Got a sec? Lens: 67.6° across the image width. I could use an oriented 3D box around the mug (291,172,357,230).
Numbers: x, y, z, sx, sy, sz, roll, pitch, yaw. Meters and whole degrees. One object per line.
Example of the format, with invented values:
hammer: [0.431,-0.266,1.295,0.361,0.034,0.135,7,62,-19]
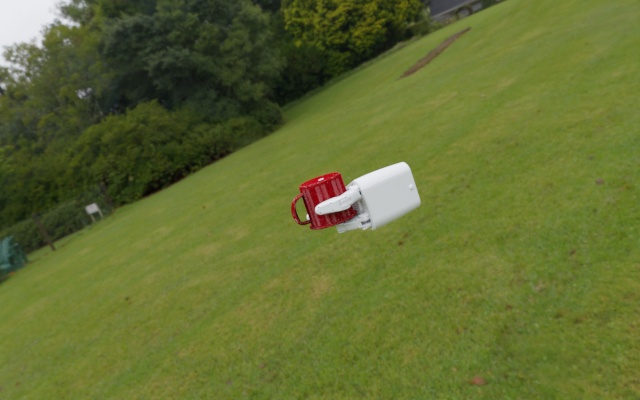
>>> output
mug: [-0.001,0.003,0.868,0.117,0.081,0.093,-22,10,-17]
